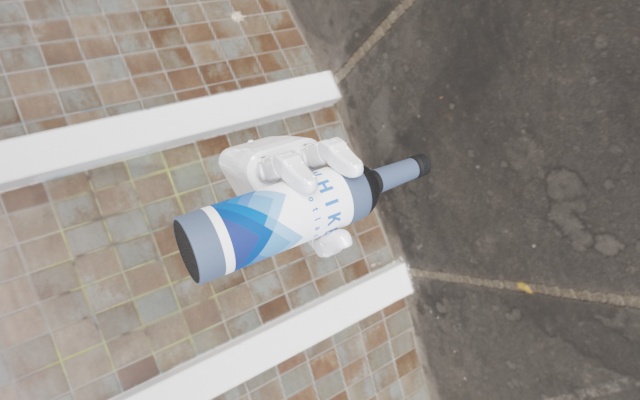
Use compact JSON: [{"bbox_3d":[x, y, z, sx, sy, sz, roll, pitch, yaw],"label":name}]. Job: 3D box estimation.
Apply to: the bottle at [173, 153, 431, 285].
[{"bbox_3d":[0.000,0.002,0.503,0.295,0.069,0.069,-20,9,-27],"label":"bottle"}]
